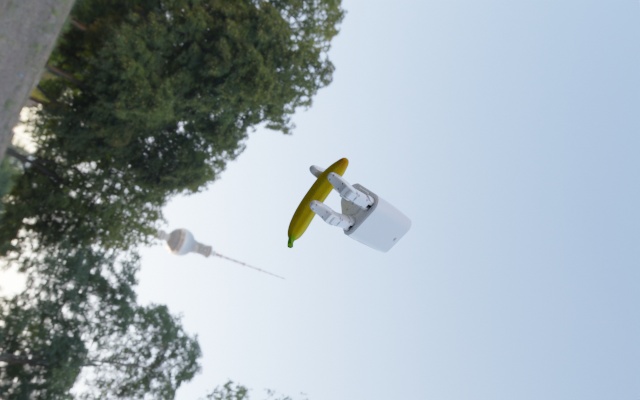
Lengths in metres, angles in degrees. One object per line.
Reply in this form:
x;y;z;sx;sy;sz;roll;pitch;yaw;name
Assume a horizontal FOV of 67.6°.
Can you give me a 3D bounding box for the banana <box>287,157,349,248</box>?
-0.009;0.003;0.908;0.037;0.198;0.069;33;-4;-25;banana
